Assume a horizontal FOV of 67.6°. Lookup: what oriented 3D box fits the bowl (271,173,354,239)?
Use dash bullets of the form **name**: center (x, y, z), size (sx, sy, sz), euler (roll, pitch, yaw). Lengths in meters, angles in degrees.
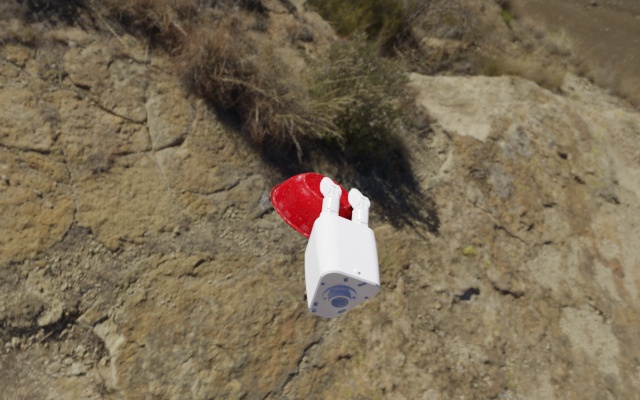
- **bowl**: center (0.000, 0.001, 0.802), size (0.162, 0.055, 0.162), euler (25, 26, -14)
